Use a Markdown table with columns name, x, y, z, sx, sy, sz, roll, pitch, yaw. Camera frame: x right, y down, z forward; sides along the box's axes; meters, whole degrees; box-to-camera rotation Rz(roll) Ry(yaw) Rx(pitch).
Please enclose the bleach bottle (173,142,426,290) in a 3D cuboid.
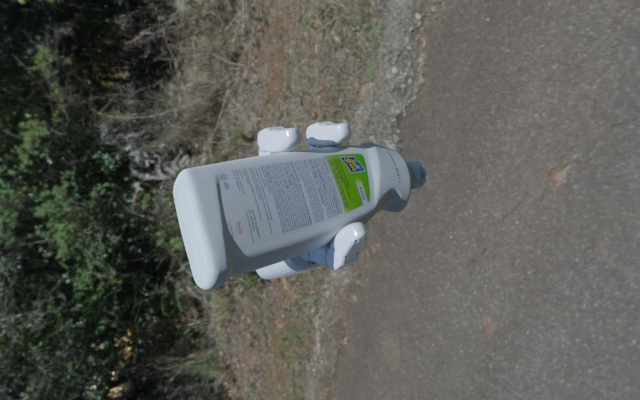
| name | x | y | z | sx | sy | sz | roll | pitch | yaw |
| --- | --- | --- | --- | --- | --- | --- | --- | --- | --- |
| bleach bottle | 0.000 | 0.001 | 0.449 | 0.251 | 0.102 | 0.068 | -11 | -10 | -30 |
